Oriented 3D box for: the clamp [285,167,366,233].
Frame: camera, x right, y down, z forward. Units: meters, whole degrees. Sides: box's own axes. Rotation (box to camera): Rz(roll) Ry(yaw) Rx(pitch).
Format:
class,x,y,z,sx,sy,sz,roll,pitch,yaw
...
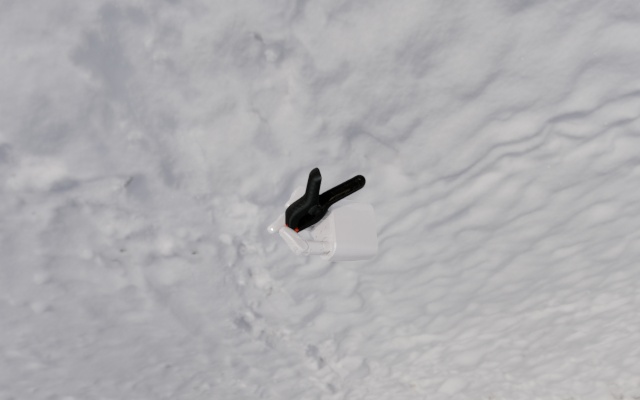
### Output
class,x,y,z,sx,sy,sz,roll,pitch,yaw
clamp,0.000,0.003,0.840,0.120,0.039,0.171,5,-37,-32
